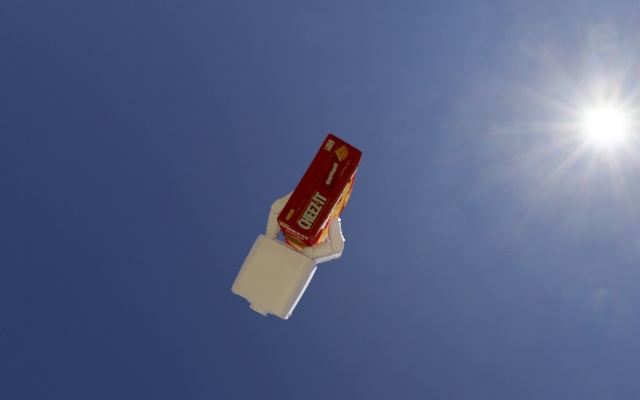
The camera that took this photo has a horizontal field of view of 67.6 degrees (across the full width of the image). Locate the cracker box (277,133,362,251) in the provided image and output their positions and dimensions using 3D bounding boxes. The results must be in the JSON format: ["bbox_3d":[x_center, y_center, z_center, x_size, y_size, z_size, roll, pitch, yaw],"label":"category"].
[{"bbox_3d":[0.000,0.003,0.835,0.072,0.164,0.214,29,-13,6],"label":"cracker box"}]
